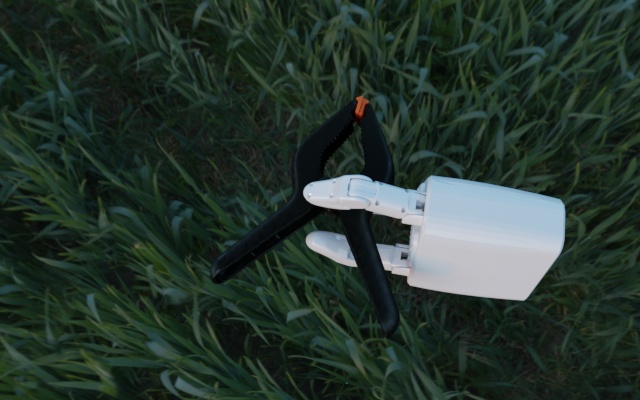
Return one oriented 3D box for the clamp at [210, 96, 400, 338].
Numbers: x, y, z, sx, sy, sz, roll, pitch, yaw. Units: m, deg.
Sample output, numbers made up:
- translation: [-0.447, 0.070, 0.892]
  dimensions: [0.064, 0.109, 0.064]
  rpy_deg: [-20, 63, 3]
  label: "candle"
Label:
- translation: [0.000, 0.001, 0.424]
  dimensions: [0.164, 0.210, 0.036]
  rpy_deg: [8, -20, 9]
  label: "clamp"
